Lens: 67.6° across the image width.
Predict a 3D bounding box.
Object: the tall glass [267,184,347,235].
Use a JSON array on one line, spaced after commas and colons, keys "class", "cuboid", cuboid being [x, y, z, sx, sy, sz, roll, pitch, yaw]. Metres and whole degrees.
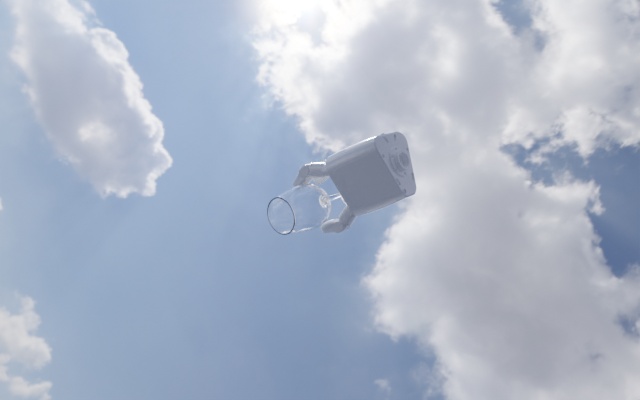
[{"class": "tall glass", "cuboid": [0.000, 0.003, 0.830, 0.079, 0.079, 0.201, 0, 13, 41]}]
